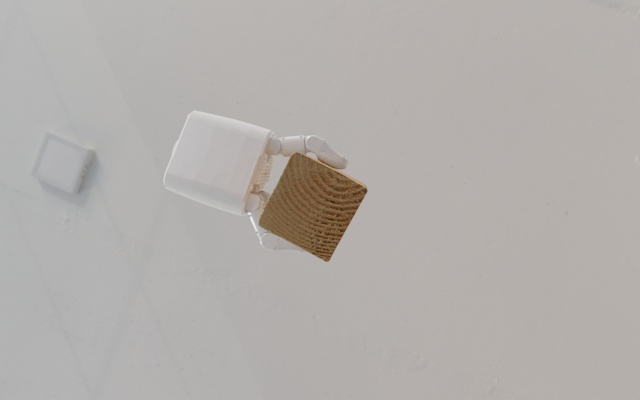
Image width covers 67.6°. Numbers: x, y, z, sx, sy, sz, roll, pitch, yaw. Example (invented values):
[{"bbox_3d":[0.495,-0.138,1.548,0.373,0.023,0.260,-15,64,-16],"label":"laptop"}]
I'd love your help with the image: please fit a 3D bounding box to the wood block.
[{"bbox_3d":[0.000,0.001,0.600,0.090,0.091,0.206,28,5,3],"label":"wood block"}]
